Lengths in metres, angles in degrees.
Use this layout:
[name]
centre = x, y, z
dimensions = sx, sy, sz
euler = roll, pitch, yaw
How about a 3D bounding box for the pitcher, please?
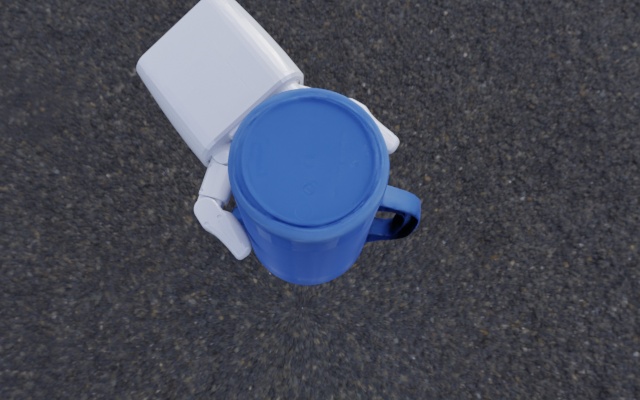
[pitcher]
centre = 0.000, 0.001, 0.424
dimensions = 0.149, 0.145, 0.243
euler = -38, -9, -9
